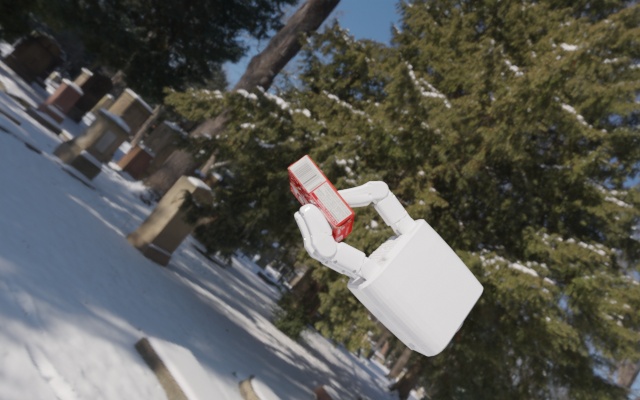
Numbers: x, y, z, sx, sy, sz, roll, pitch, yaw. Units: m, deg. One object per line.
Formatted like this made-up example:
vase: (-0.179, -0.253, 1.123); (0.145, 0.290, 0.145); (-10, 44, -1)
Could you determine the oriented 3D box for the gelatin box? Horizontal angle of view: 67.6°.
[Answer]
gelatin box: (0.000, 0.001, 0.541); (0.030, 0.089, 0.073); (-36, -14, -11)
